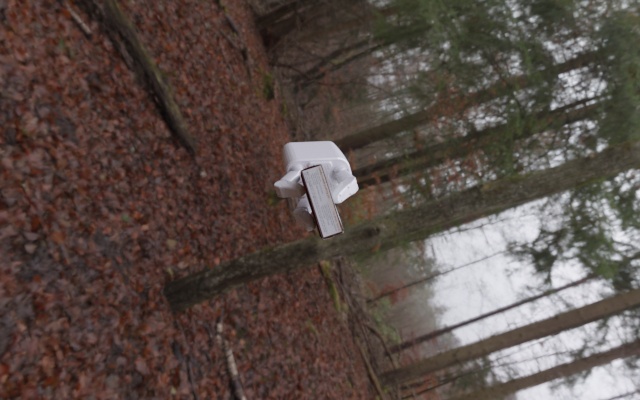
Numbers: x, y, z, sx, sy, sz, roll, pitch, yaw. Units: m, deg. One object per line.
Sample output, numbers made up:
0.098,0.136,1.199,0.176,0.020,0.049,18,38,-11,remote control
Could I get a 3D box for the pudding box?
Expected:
0.000,0.002,0.755,0.039,0.113,0.090,-20,0,-2,pudding box
